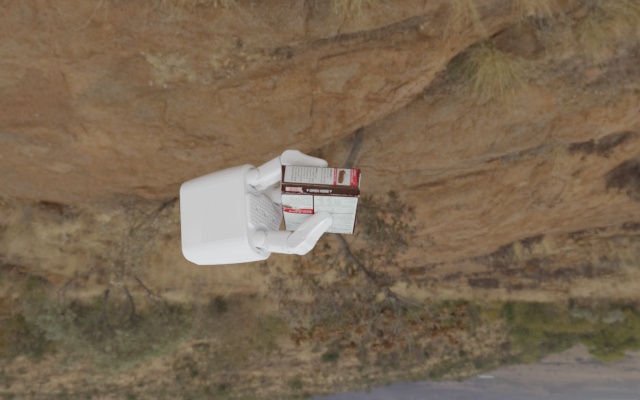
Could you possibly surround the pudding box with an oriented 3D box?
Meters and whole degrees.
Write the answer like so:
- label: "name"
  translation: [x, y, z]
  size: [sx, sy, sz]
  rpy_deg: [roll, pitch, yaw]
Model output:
- label: "pudding box"
  translation: [0.000, 0.002, 0.565]
  size: [0.090, 0.039, 0.113]
  rpy_deg: [2, -24, 1]
